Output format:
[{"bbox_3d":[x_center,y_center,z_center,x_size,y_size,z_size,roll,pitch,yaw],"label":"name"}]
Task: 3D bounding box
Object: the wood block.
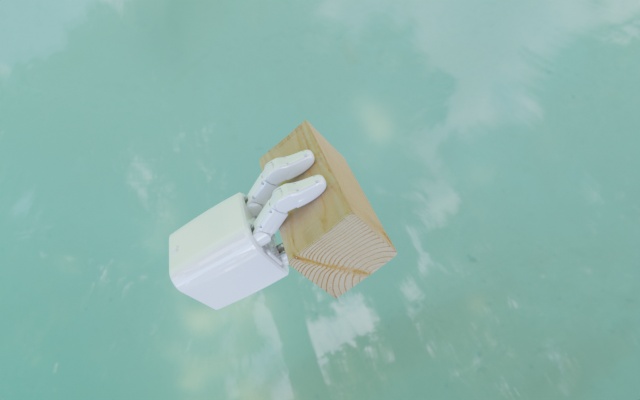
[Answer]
[{"bbox_3d":[0.000,0.002,0.584,0.091,0.090,0.206,42,15,-37],"label":"wood block"}]
